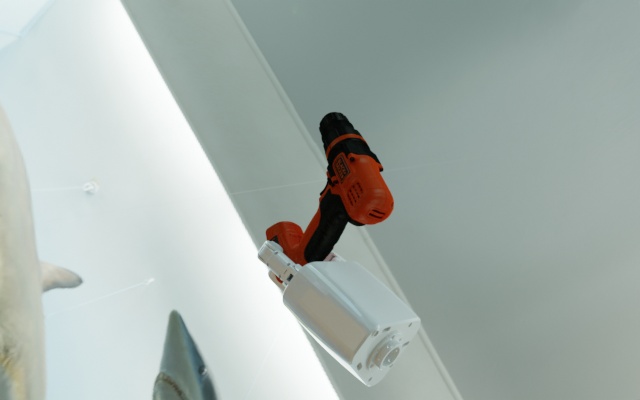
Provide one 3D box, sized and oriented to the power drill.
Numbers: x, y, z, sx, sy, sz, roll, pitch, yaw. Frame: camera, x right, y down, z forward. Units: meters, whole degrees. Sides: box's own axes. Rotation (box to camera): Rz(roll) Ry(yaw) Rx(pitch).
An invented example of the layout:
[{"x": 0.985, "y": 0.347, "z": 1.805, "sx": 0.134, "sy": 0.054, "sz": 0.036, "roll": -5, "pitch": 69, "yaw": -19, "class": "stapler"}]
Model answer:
[{"x": 0.000, "y": 0.002, "z": 0.586, "sx": 0.057, "sy": 0.188, "sz": 0.184, "roll": 17, "pitch": 34, "yaw": -29, "class": "power drill"}]
